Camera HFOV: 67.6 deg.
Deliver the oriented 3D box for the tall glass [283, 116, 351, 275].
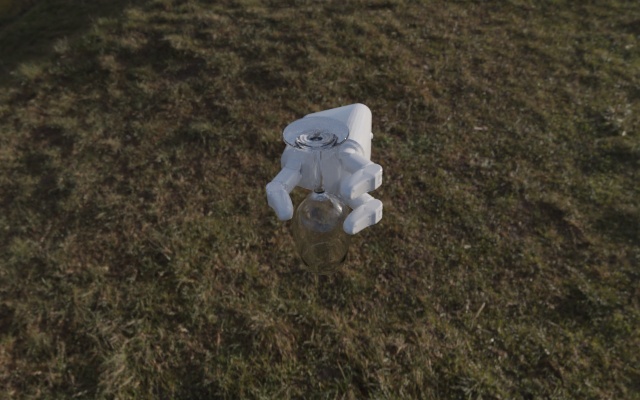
[{"bbox_3d":[0.000,0.001,0.590,0.079,0.201,0.079,-2,39,2],"label":"tall glass"}]
